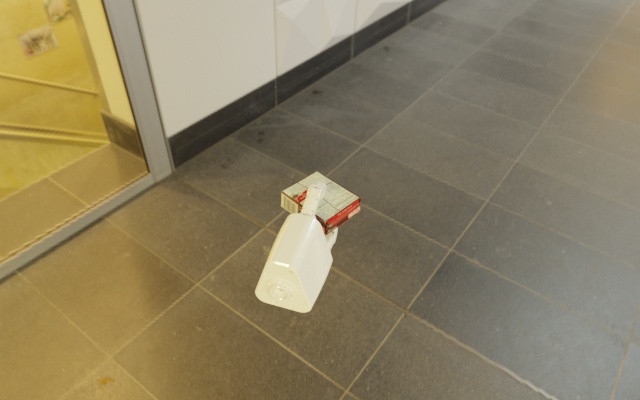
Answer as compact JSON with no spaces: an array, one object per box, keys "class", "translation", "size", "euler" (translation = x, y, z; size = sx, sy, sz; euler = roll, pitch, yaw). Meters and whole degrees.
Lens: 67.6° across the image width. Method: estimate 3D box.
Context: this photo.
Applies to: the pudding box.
[{"class":"pudding box","translation":[0.000,0.003,0.828],"size":[0.090,0.039,0.113],"euler":[-32,51,-34]}]
